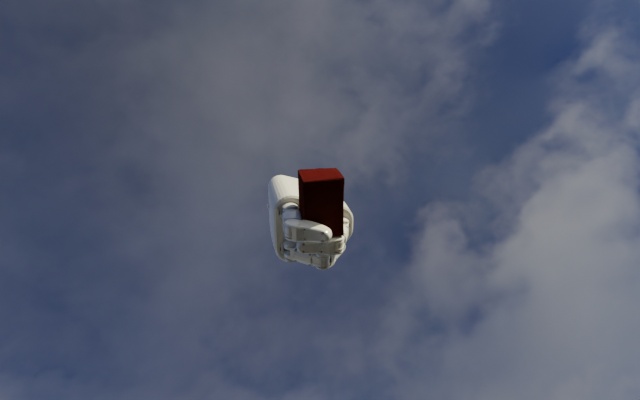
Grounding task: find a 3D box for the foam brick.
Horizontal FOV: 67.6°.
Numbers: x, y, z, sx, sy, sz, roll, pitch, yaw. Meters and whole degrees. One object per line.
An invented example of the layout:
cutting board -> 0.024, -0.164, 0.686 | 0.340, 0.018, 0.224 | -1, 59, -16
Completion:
foam brick -> 0.000, 0.002, 0.605 | 0.053, 0.078, 0.051 | -3, 22, -8
